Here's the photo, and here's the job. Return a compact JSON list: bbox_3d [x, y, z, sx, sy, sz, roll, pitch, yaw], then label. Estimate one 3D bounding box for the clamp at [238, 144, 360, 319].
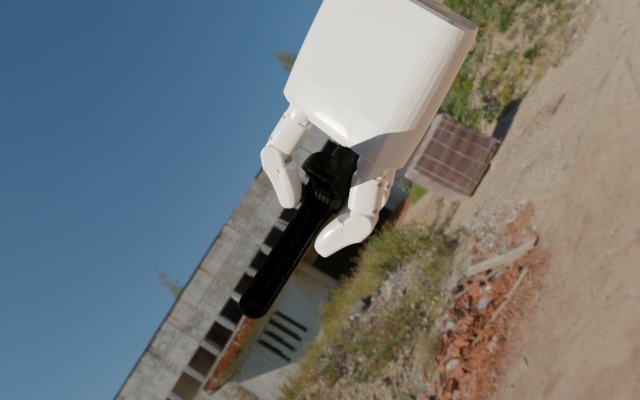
[{"bbox_3d":[0.000,0.001,0.423,0.036,0.165,0.210,32,29,5],"label":"clamp"}]
